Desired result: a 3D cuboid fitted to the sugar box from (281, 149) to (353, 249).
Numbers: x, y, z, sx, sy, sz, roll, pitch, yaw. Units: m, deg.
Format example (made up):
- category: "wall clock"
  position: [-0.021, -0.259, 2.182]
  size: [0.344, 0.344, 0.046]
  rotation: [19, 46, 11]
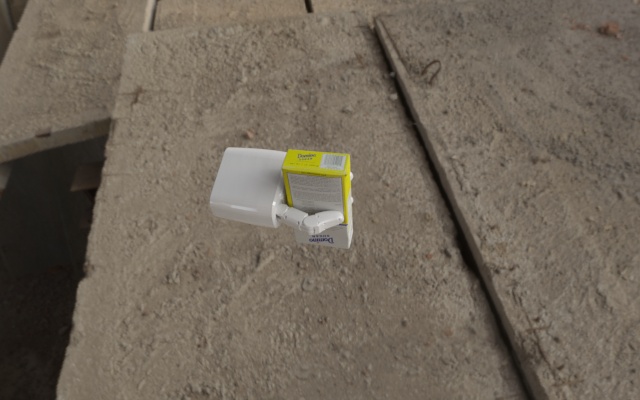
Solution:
- category: "sugar box"
  position: [0.000, 0.002, 0.728]
  size: [0.093, 0.048, 0.176]
  rotation: [7, -38, 10]
